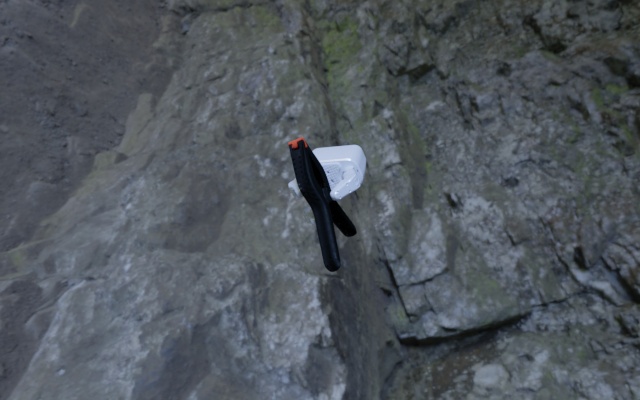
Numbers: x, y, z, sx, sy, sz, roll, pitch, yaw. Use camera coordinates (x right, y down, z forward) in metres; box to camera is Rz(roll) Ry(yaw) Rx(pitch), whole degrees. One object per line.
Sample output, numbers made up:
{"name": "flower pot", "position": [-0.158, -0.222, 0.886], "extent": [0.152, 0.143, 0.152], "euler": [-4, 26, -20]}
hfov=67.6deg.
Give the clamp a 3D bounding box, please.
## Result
{"name": "clamp", "position": [0.001, 0.002, 0.767], "extent": [0.036, 0.210, 0.164], "euler": [-20, 17, 18]}
